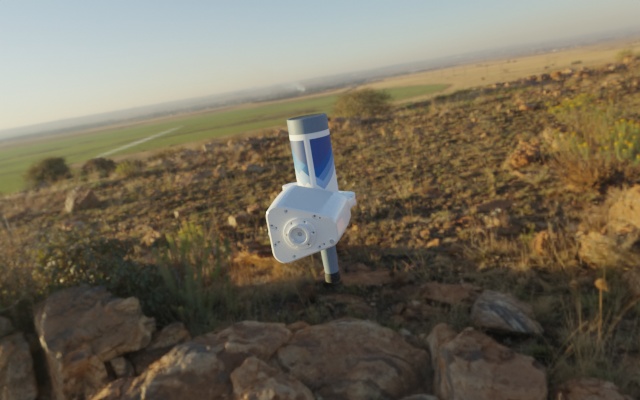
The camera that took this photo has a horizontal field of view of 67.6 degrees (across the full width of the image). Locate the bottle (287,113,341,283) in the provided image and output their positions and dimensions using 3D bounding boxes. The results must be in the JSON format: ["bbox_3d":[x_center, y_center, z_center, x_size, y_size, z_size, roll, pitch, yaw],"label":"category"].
[{"bbox_3d":[0.000,0.002,0.822,0.069,0.296,0.069,-9,15,2],"label":"bottle"}]
